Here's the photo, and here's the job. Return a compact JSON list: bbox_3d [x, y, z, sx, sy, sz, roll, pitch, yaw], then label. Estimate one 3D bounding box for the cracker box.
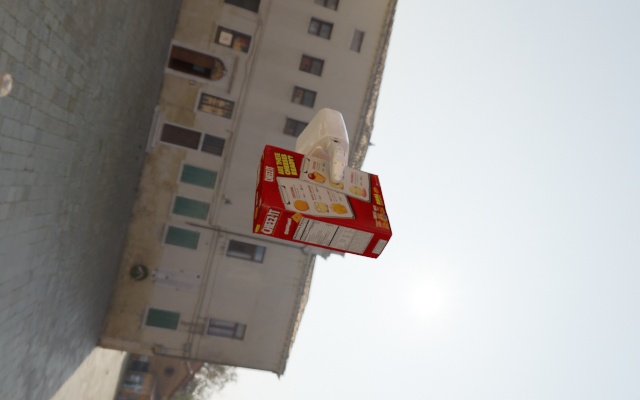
[{"bbox_3d":[0.000,0.003,0.795,0.214,0.072,0.164,13,37,-14],"label":"cracker box"}]
